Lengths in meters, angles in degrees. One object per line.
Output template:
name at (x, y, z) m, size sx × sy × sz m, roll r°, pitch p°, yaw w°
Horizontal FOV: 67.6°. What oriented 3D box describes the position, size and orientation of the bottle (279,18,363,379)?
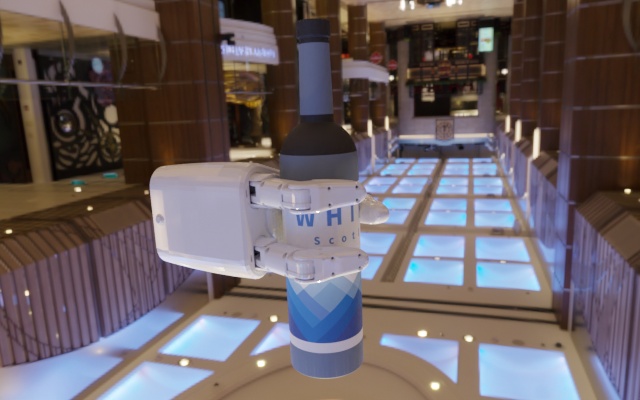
bottle at (0.000, 0.002, 0.409) m, size 0.069 × 0.296 × 0.069 m, roll -2°, pitch 11°, yaw 0°
